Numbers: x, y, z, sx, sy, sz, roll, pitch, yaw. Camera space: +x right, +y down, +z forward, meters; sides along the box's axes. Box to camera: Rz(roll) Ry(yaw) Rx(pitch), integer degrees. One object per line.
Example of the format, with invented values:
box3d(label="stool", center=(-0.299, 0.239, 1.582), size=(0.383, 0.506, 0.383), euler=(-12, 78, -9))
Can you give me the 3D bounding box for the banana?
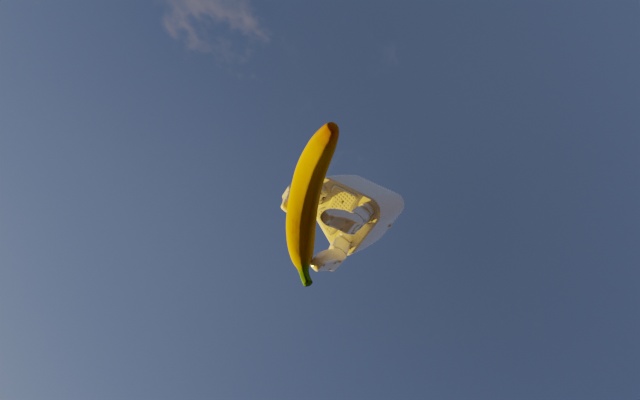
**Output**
box3d(label="banana", center=(-0.011, -0.001, 0.575), size=(0.037, 0.198, 0.069), euler=(-5, 21, -37))
